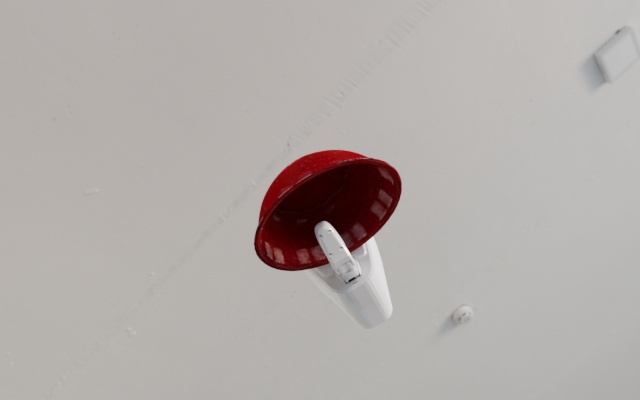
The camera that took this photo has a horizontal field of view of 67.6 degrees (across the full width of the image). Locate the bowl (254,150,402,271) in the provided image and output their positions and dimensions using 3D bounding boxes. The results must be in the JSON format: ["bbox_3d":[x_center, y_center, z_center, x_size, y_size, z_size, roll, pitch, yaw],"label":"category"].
[{"bbox_3d":[0.000,0.000,0.488,0.162,0.055,0.162,-20,-36,-15],"label":"bowl"}]
